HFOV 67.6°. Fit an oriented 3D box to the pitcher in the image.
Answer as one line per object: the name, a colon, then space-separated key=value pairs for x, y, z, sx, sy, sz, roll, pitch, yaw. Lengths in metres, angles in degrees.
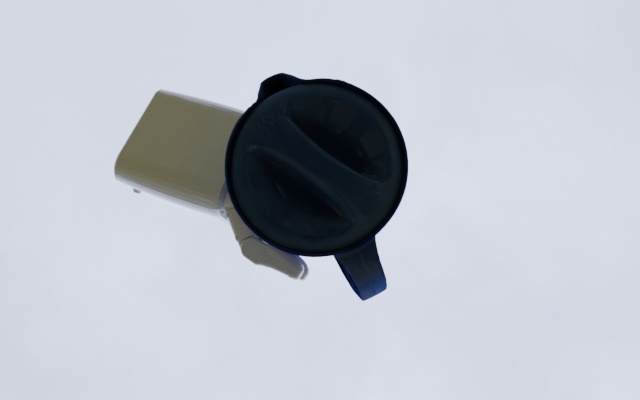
pitcher: x=0.000 y=0.001 z=0.455 sx=0.145 sy=0.149 sz=0.243 roll=18 pitch=-9 yaw=3
